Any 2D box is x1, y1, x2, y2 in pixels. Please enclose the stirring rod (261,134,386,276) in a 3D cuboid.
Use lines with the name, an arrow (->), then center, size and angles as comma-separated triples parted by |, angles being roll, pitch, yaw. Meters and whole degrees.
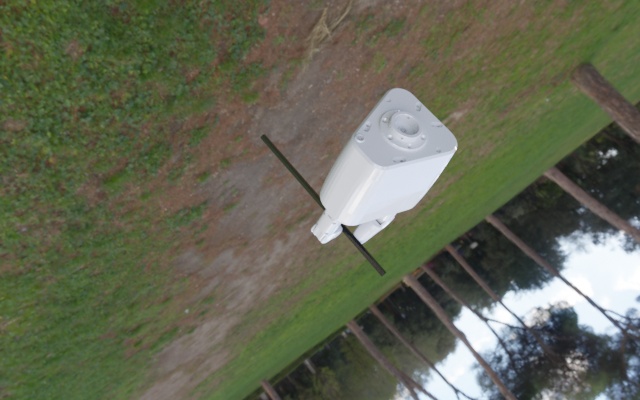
stirring rod -> 0.000, 0.002, 0.607 | 0.011, 0.239, 0.011 | -38, -14, -12
